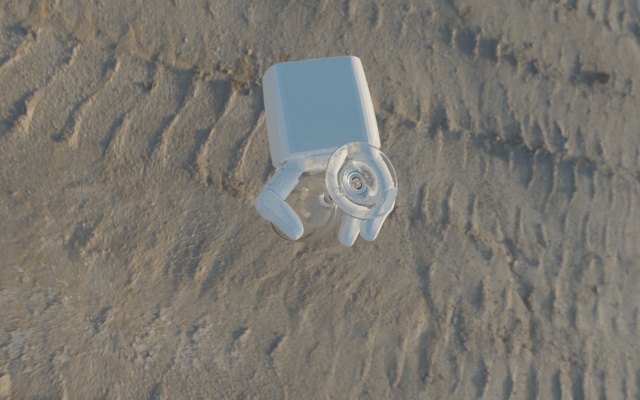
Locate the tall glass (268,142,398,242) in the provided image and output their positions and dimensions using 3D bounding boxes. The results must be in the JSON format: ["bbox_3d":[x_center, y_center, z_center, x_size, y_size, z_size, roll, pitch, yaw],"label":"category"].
[{"bbox_3d":[0.000,0.002,0.525,0.079,0.079,0.201,0,-12,-24],"label":"tall glass"}]
